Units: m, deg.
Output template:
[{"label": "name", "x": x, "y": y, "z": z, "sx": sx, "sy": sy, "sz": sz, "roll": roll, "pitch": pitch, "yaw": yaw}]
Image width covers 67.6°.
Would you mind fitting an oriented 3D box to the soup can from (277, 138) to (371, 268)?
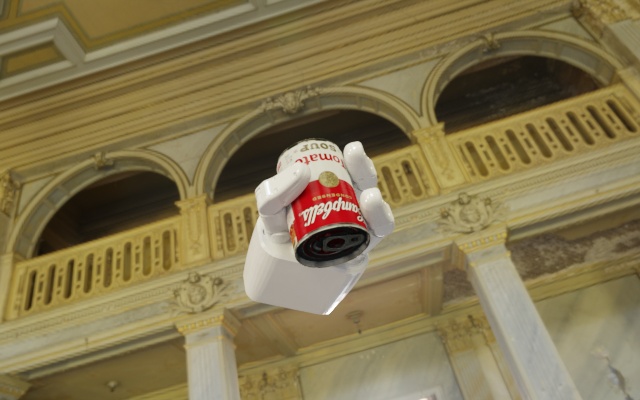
[{"label": "soup can", "x": 0.000, "y": 0.001, "z": 0.442, "sx": 0.068, "sy": 0.102, "sz": 0.069, "roll": -10, "pitch": -35, "yaw": -7}]
